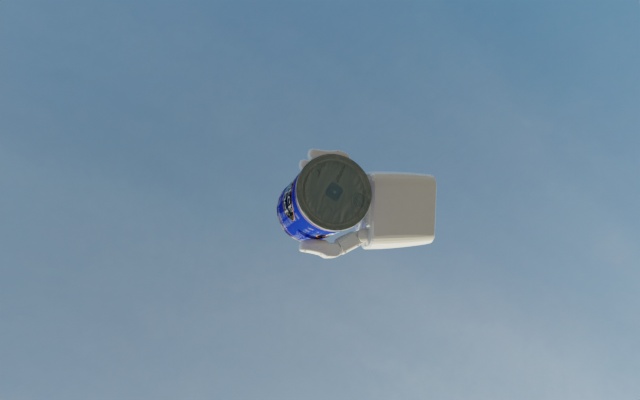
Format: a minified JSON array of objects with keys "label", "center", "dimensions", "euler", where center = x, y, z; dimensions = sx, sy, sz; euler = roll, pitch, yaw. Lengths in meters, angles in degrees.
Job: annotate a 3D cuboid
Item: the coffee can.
[{"label":"coffee can","center":[0.000,0.002,0.682],"dimensions":[0.103,0.102,0.140],"euler":[0,-11,-16]}]
